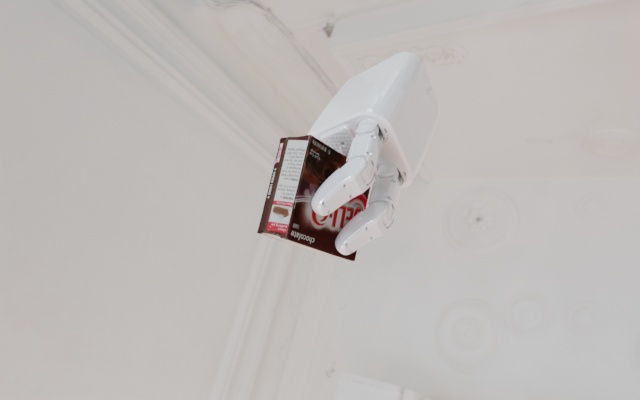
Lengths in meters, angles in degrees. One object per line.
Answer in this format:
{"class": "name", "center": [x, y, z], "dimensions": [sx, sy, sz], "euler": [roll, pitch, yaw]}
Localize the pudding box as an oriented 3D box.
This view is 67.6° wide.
{"class": "pudding box", "center": [0.000, 0.001, 0.437], "dimensions": [0.039, 0.090, 0.113], "euler": [4, -12, 38]}
